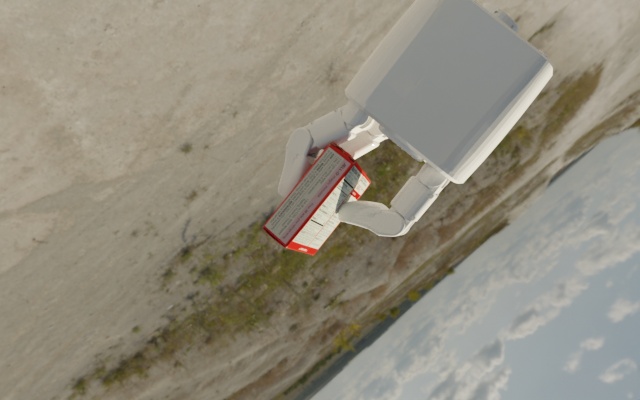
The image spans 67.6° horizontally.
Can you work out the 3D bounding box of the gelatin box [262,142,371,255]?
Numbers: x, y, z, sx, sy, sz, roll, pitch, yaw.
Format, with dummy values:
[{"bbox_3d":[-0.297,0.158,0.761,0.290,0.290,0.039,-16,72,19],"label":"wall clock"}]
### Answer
[{"bbox_3d":[0.000,0.002,0.401,0.030,0.089,0.073,39,2,19],"label":"gelatin box"}]
